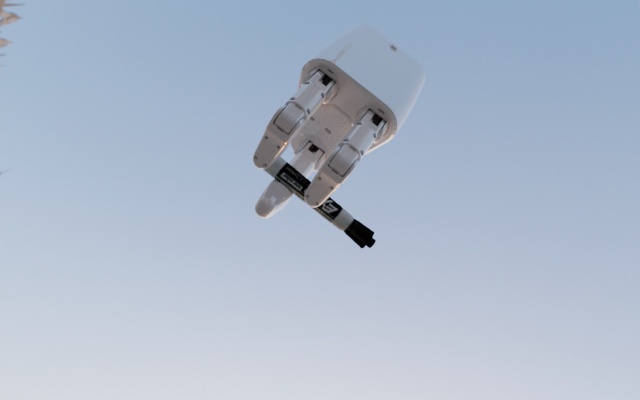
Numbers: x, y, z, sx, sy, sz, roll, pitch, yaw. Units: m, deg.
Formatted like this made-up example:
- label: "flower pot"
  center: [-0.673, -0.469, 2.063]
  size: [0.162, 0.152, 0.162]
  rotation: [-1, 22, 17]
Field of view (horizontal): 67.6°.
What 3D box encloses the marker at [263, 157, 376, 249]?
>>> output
- label: "marker"
  center: [0.000, 0.001, 0.424]
  size: [0.121, 0.020, 0.020]
  rotation: [39, -2, -3]
